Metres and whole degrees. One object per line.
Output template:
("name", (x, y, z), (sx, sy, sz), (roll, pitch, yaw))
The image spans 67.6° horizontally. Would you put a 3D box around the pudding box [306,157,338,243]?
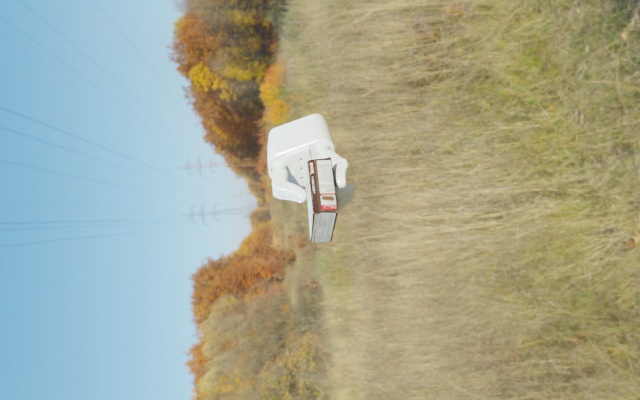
("pudding box", (0.000, 0.002, 0.715), (0.039, 0.090, 0.113), (-5, -26, -4))
